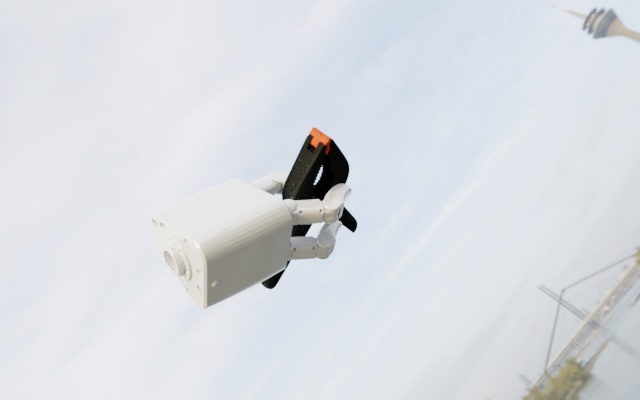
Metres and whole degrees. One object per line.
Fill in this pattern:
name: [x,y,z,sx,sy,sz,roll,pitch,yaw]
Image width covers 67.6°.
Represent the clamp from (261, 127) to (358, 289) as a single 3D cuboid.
clamp: [-0.001,0.001,0.581,0.164,0.210,0.036,-27,52,-38]
